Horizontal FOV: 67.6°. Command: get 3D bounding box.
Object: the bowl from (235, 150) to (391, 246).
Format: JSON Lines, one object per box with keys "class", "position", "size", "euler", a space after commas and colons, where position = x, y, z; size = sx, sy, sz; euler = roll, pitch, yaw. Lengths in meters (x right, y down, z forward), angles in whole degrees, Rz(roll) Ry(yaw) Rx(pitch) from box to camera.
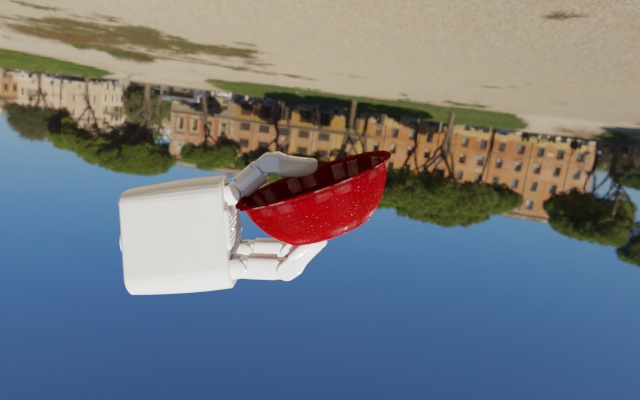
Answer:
{"class": "bowl", "position": [0.001, 0.002, 0.477], "size": [0.162, 0.055, 0.162], "euler": [-19, 11, 4]}
